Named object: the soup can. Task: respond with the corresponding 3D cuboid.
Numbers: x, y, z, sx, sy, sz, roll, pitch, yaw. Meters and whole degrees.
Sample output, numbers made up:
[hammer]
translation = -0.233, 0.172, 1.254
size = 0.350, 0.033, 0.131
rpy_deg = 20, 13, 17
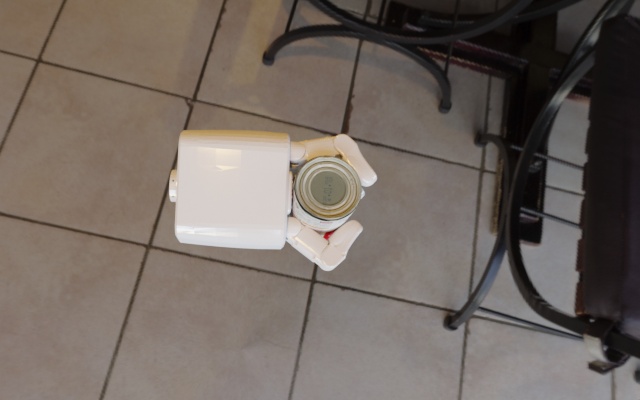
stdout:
[soup can]
translation = 0.001, 0.002, 0.501
size = 0.068, 0.068, 0.102
rpy_deg = 0, -17, -9
